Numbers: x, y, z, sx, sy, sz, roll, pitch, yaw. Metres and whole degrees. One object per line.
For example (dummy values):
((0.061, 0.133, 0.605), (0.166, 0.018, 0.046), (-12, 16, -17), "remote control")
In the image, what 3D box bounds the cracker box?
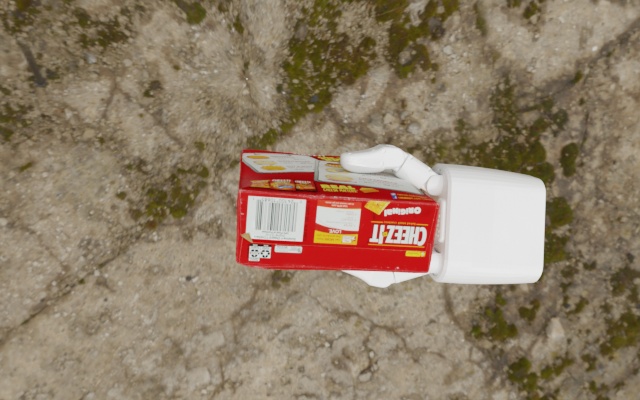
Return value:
((0.000, 0.001, 0.479), (0.164, 0.072, 0.213), (3, 14, -9), "cracker box")
